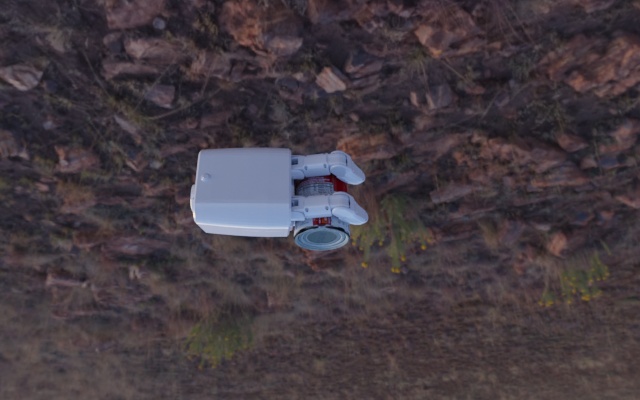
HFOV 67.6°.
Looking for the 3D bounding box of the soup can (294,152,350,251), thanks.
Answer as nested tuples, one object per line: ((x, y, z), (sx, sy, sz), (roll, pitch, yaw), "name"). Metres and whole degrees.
((0.001, 0.002, 0.584), (0.068, 0.102, 0.068), (-1, -28, -1), "soup can")
